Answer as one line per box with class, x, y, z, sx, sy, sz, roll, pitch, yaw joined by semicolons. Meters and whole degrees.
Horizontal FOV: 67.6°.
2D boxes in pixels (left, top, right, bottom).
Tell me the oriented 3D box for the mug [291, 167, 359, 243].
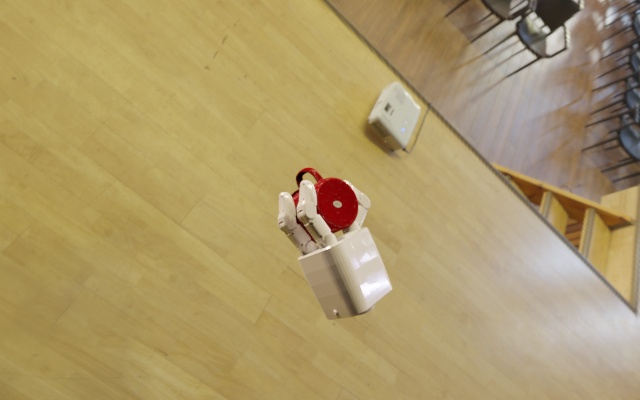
mug;0.000;0.001;0.743;0.093;0.117;0.081;-24;-2;-37
